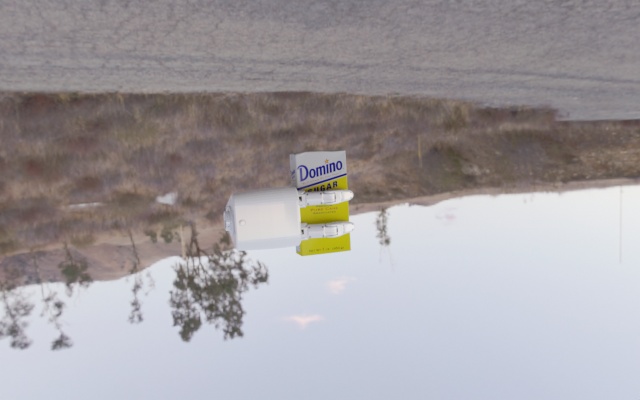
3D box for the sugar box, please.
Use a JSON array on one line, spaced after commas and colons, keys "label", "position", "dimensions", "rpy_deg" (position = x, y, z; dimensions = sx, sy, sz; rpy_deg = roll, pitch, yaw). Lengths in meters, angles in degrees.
[{"label": "sugar box", "position": [0.000, 0.003, 0.827], "dimensions": [0.093, 0.176, 0.048], "rpy_deg": [-5, 6, -17]}]
